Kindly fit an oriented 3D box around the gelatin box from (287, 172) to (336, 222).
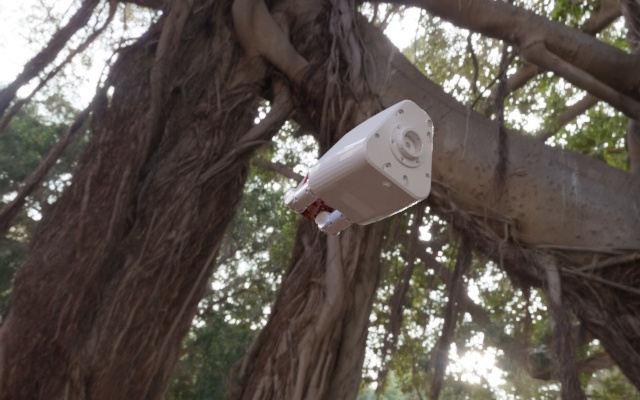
[{"bbox_3d":[0.000,0.002,0.655,0.073,0.030,0.089,28,-25,-7],"label":"gelatin box"}]
